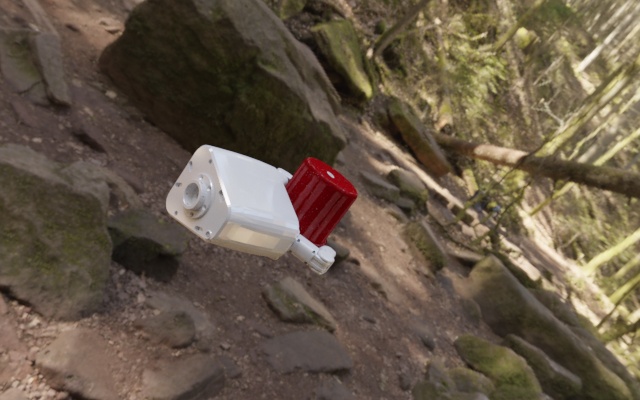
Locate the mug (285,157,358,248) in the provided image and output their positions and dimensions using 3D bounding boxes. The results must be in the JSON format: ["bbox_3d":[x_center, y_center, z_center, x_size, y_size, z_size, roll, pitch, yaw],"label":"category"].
[{"bbox_3d":[0.001,0.002,0.615,0.117,0.081,0.093,17,24,-52],"label":"mug"}]
